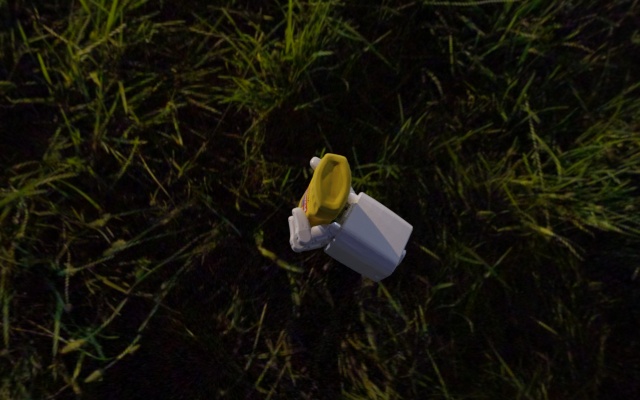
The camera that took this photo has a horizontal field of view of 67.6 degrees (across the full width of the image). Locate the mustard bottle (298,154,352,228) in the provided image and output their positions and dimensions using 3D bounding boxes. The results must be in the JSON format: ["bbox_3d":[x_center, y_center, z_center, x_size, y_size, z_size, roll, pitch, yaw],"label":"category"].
[{"bbox_3d":[0.000,0.002,0.787,0.058,0.096,0.192,9,-20,-9],"label":"mustard bottle"}]
